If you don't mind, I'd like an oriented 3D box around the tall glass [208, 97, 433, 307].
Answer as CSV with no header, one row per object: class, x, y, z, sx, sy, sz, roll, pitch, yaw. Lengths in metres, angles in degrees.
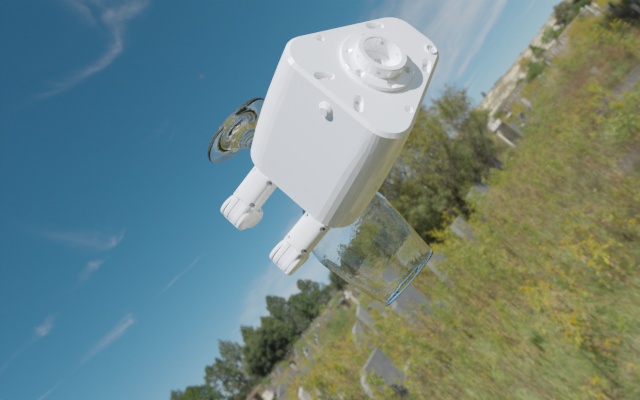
tall glass,0.000,0.001,0.414,0.201,0.079,0.079,41,7,9
